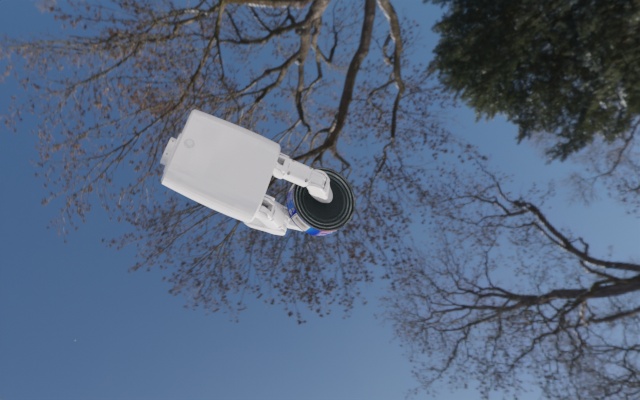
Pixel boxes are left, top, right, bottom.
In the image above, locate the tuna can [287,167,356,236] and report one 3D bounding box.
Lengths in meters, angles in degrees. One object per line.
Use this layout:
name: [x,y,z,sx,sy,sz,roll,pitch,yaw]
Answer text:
tuna can: [0.000,0.002,0.621,0.086,0.086,0.034,0,-17,-22]
